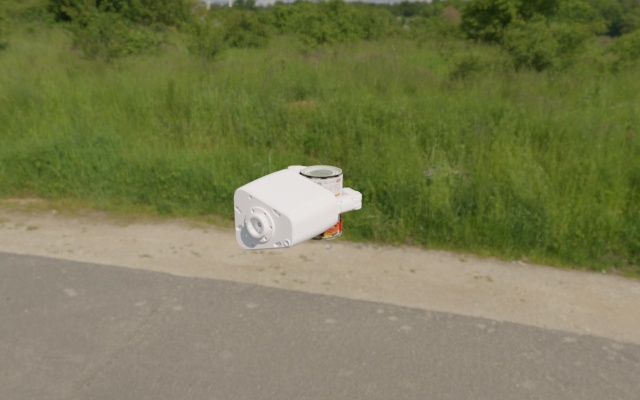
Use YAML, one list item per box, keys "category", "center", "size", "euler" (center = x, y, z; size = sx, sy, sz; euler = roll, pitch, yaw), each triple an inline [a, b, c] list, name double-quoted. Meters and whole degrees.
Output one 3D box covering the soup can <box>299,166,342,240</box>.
- category: "soup can"
  center: [0.000, 0.002, 0.747]
  size: [0.068, 0.102, 0.068]
  euler: [0, 19, 0]
